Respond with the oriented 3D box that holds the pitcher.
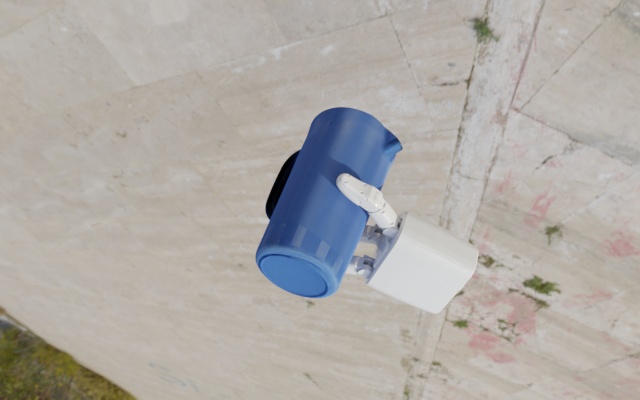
[{"bbox_3d":[0.000,0.002,0.638,0.145,0.242,0.149,26,-35,-3],"label":"pitcher"}]
